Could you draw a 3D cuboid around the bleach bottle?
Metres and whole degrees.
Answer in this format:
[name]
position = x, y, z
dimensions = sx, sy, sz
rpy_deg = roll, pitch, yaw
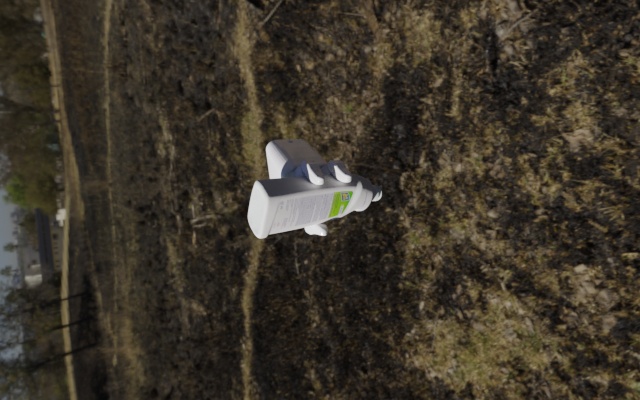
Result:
[bleach bottle]
position = 0.000, 0.003, 0.868
dimensions = 0.251, 0.103, 0.068
rpy_deg = -6, 40, -30
